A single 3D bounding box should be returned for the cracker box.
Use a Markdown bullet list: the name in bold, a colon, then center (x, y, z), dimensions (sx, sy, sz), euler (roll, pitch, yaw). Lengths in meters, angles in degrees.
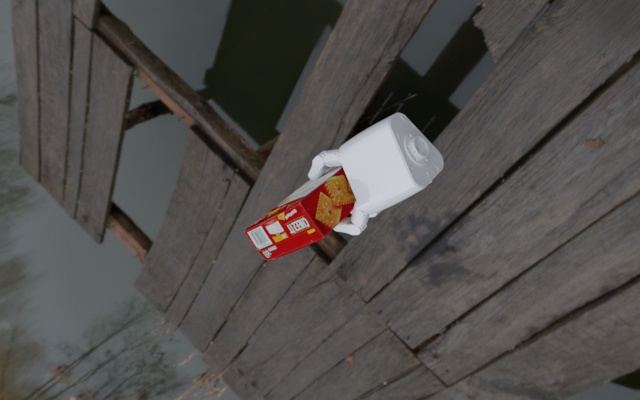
- **cracker box**: center (0.000, 0.003, 0.796), dimensions (0.164, 0.072, 0.213), euler (-27, 10, 47)
